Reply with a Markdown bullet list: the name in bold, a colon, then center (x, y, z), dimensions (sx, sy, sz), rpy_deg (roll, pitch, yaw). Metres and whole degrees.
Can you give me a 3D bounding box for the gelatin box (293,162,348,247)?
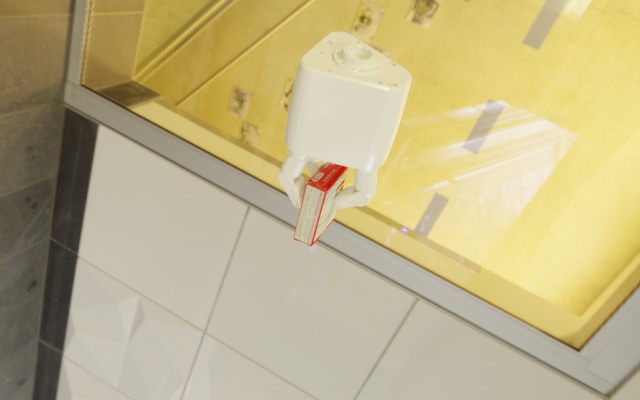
- **gelatin box**: center (0.000, 0.002, 0.601), dimensions (0.030, 0.089, 0.073), rpy_deg (23, 34, 14)
